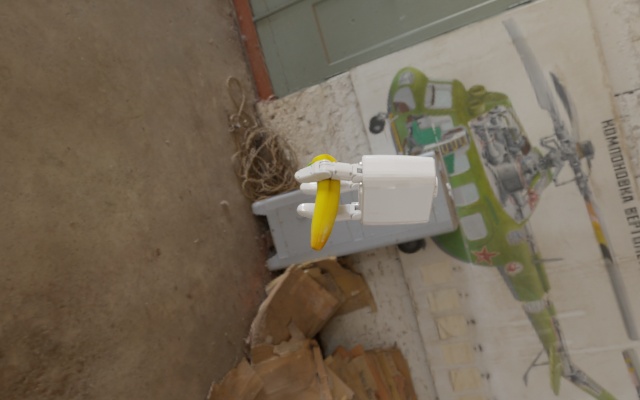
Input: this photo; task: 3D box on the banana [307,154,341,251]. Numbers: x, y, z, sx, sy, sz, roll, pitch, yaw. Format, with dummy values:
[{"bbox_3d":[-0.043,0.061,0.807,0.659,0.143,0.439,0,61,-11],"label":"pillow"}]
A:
[{"bbox_3d":[0.006,-0.013,0.727,0.037,0.070,0.197,15,39,-14],"label":"banana"}]
